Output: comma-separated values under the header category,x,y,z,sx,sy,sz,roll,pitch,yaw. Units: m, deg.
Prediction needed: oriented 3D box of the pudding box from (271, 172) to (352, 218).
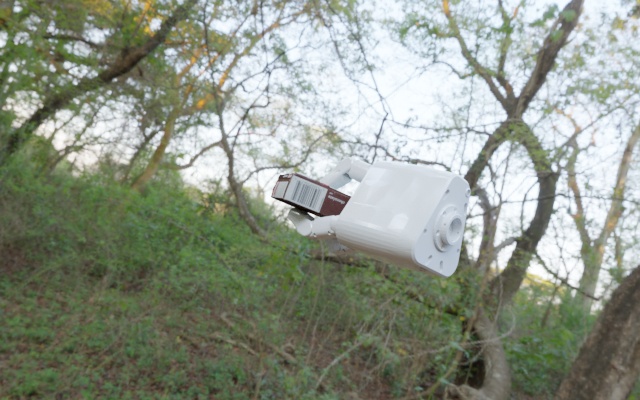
category,x,y,z,sx,sy,sz,roll,pitch,yaw
pudding box,0.000,0.002,0.609,0.113,0.039,0.090,24,-6,-15
